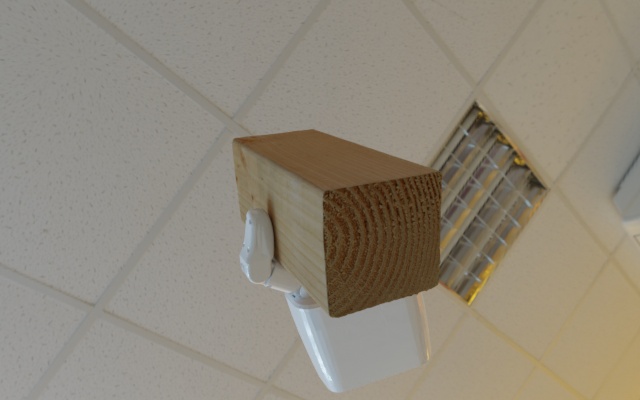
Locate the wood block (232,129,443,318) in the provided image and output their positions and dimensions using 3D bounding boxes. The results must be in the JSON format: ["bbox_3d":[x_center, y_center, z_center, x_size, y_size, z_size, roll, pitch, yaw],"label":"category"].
[{"bbox_3d":[0.000,0.002,0.401,0.091,0.090,0.206,-11,20,-23],"label":"wood block"}]
